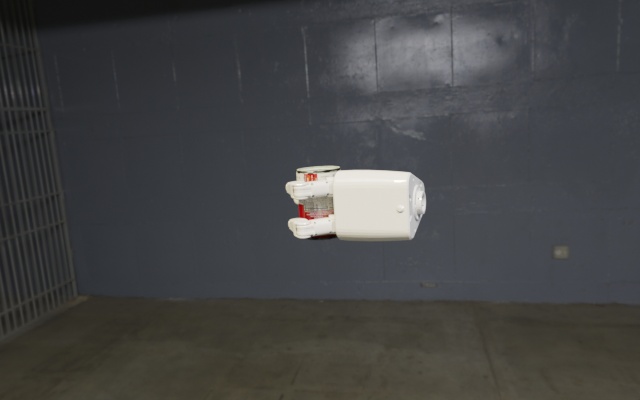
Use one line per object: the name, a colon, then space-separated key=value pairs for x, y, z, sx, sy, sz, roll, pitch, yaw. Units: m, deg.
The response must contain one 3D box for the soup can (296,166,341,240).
soup can: x=0.000 y=0.002 z=0.716 sx=0.068 sy=0.102 sz=0.068 roll=-4 pitch=9 yaw=1
